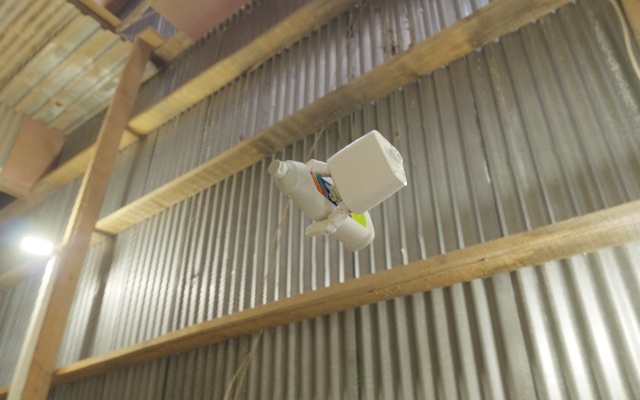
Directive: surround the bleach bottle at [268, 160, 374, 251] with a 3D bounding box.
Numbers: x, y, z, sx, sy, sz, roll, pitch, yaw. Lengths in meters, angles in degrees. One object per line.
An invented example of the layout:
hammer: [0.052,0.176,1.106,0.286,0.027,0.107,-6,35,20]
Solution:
bleach bottle: [0.000,0.003,0.885,0.068,0.102,0.251,-33,-44,23]
